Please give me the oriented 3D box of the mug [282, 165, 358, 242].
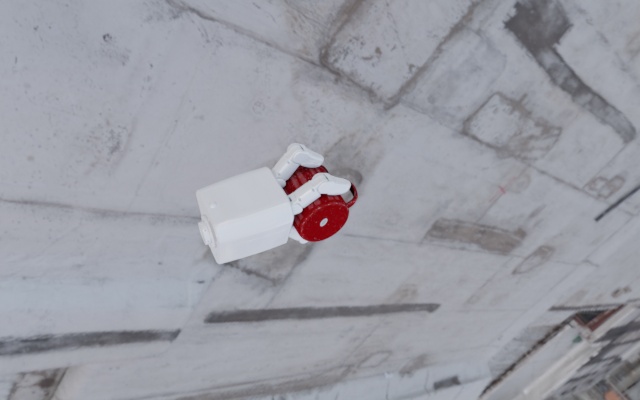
[{"bbox_3d":[0.001,0.002,0.703,0.117,0.093,0.081,-19,51,-19],"label":"mug"}]
